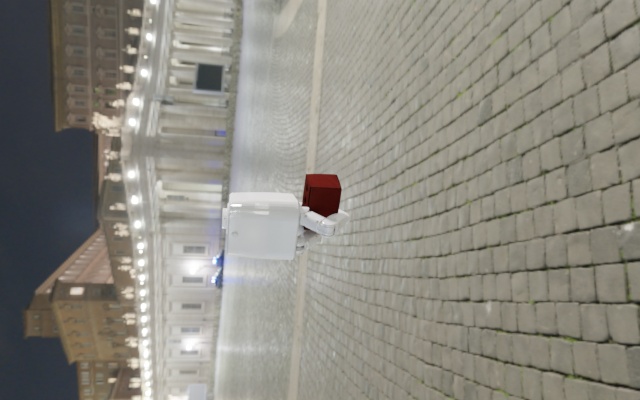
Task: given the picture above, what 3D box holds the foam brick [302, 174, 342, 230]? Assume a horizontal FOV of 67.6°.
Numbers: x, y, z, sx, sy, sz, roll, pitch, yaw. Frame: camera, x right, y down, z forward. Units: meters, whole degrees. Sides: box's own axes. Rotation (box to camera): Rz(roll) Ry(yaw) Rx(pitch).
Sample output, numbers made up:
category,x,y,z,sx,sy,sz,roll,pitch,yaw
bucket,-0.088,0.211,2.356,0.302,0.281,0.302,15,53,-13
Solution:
category,x,y,z,sx,sy,sz,roll,pitch,yaw
foam brick,0.000,0.002,0.757,0.051,0.078,0.053,3,26,-10
